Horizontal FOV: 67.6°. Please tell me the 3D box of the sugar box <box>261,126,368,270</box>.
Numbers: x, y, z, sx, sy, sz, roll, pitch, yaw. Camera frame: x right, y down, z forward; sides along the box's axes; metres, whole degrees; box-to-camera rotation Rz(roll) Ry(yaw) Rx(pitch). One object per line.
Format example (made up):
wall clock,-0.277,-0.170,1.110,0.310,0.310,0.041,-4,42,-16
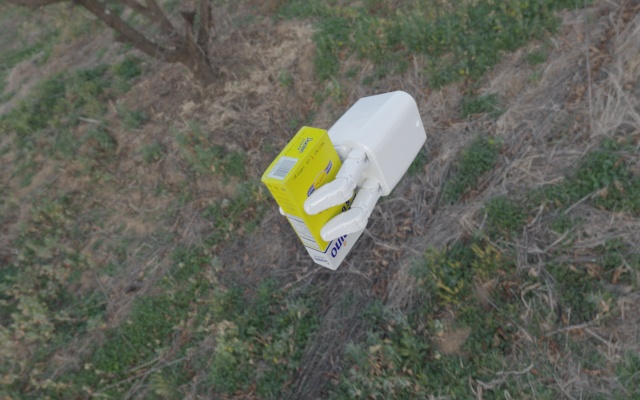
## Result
sugar box,0.001,0.002,0.616,0.048,0.093,0.176,15,-32,40
